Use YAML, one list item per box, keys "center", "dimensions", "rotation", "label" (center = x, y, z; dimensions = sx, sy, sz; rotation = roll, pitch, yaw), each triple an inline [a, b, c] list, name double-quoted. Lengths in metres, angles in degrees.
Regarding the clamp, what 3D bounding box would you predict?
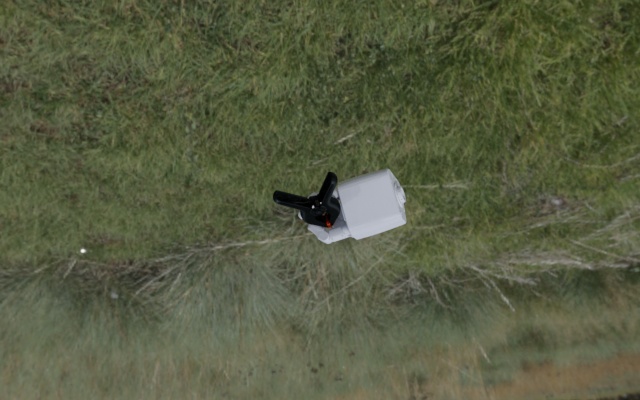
- center: [0.000, 0.004, 0.899]
  dimensions: [0.120, 0.039, 0.171]
  rotation: [-18, -27, 19]
  label: "clamp"
